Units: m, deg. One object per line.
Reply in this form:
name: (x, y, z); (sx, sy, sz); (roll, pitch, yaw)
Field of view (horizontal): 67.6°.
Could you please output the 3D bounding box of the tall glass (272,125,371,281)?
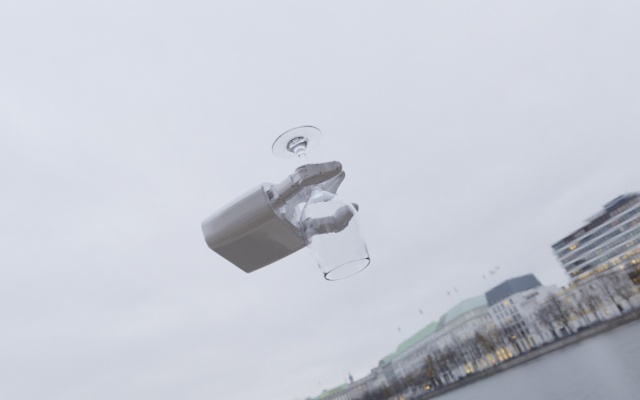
tall glass: (0.000, 0.001, 0.631); (0.079, 0.201, 0.079); (-18, -25, -9)
